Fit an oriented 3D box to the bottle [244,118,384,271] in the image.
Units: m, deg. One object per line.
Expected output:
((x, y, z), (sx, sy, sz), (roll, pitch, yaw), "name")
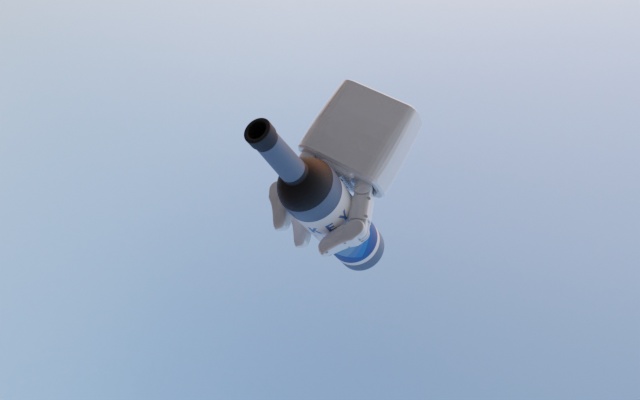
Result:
((0.000, 0.002, 0.543), (0.069, 0.069, 0.296), (0, -26, 25), "bottle")
